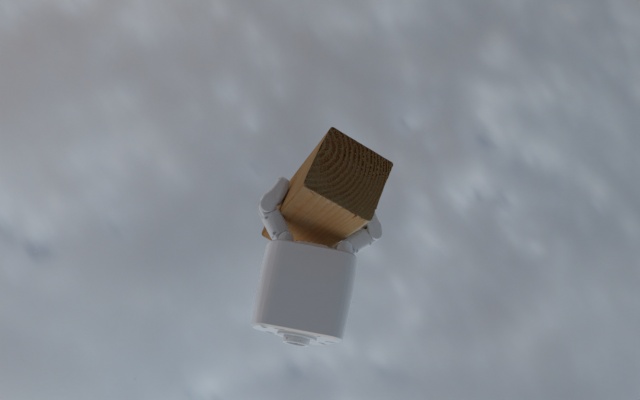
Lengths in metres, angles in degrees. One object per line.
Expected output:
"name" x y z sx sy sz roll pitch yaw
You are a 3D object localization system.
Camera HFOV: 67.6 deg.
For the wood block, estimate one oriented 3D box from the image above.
"wood block" 0.000 0.002 0.638 0.091 0.090 0.206 29 -27 -9
